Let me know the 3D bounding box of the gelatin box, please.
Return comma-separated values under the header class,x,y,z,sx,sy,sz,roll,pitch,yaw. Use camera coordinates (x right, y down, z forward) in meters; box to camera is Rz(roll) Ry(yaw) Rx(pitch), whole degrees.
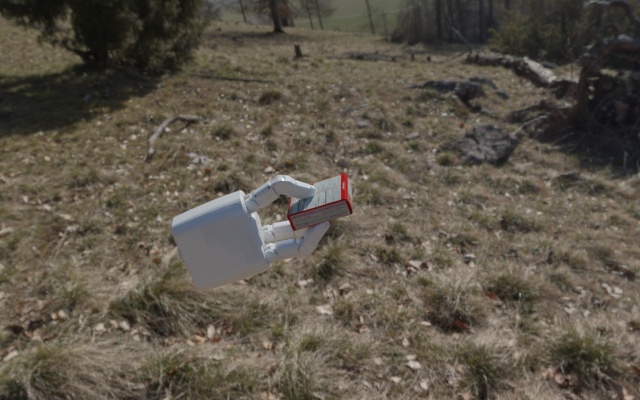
class,x,y,z,sx,sy,sz,roll,pitch,yaw
gelatin box,0.000,0.002,0.676,0.089,0.030,0.073,-18,29,13
